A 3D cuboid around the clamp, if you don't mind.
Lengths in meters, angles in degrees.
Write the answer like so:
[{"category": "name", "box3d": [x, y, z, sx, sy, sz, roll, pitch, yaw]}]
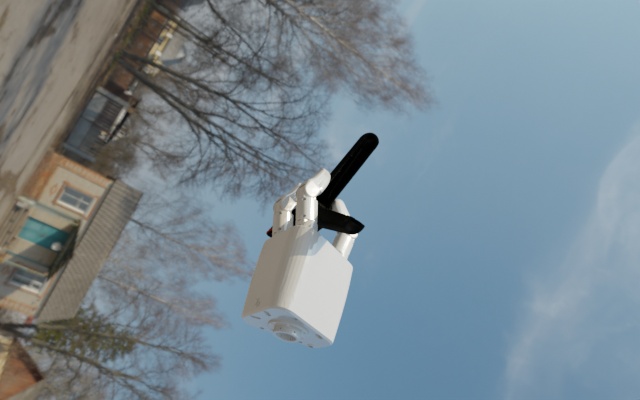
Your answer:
[{"category": "clamp", "box3d": [0.000, 0.003, 0.649, 0.036, 0.164, 0.210, 37, -39, -22]}]
